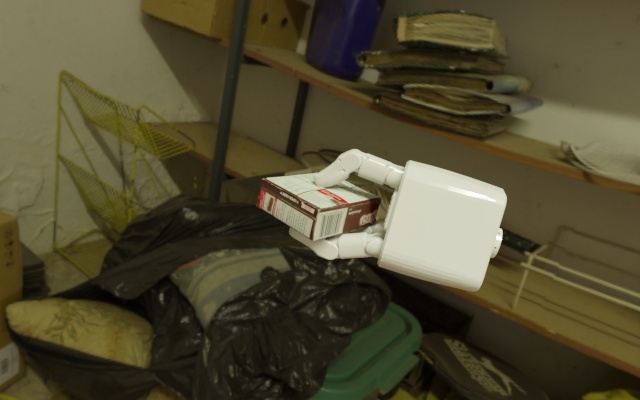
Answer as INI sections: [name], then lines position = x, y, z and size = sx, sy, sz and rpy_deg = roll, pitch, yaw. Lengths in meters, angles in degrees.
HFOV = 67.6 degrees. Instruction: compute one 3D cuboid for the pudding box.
[pudding box]
position = 0.000, 0.002, 0.536
size = 0.090, 0.039, 0.113
rpy_deg = 28, 23, 35
